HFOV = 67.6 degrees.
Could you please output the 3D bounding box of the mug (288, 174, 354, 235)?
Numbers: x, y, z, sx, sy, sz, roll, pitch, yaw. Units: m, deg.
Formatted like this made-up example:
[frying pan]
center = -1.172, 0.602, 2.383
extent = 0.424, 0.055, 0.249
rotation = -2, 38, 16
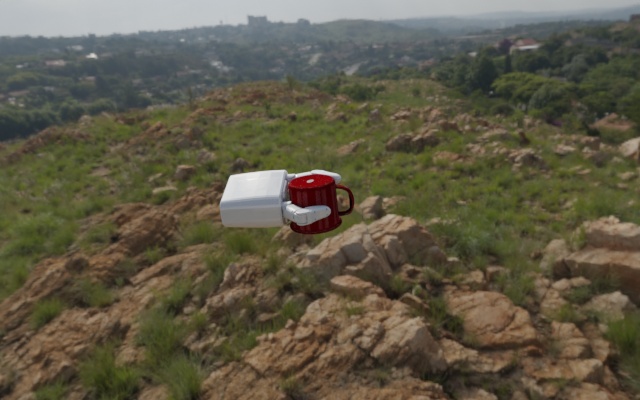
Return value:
[mug]
center = 0.002, 0.002, 0.829
extent = 0.117, 0.081, 0.093
rotation = -4, 20, 5
